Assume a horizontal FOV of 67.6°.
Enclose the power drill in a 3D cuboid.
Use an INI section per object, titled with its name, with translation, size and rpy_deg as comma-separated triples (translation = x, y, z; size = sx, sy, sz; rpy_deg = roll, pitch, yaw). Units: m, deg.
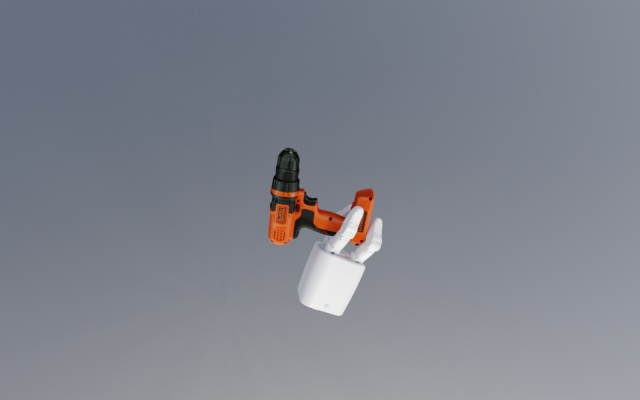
[power drill]
translation = 0.001, 0.003, 0.879
size = 0.187, 0.184, 0.057
rpy_deg = 9, 22, 0
